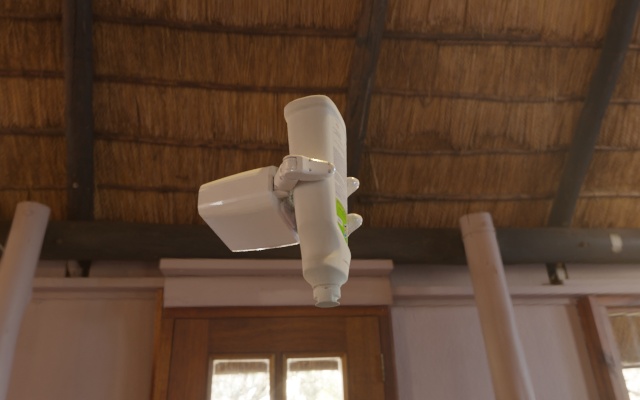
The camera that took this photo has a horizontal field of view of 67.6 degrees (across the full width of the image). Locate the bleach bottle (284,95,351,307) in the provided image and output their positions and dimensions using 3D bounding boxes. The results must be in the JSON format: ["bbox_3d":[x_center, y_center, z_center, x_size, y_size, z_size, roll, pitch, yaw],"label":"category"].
[{"bbox_3d":[0.000,0.002,0.588,0.068,0.250,0.103,-11,-26,18],"label":"bleach bottle"}]
